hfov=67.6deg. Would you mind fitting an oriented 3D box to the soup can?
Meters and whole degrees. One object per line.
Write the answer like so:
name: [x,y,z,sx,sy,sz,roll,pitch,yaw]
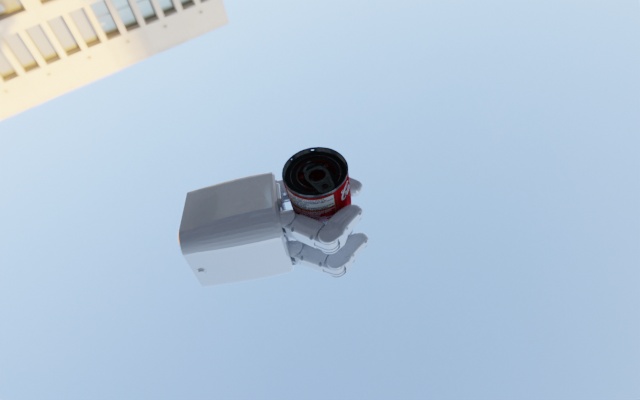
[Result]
soup can: [0.001,0.002,0.520,0.068,0.068,0.102,0,-39,9]
